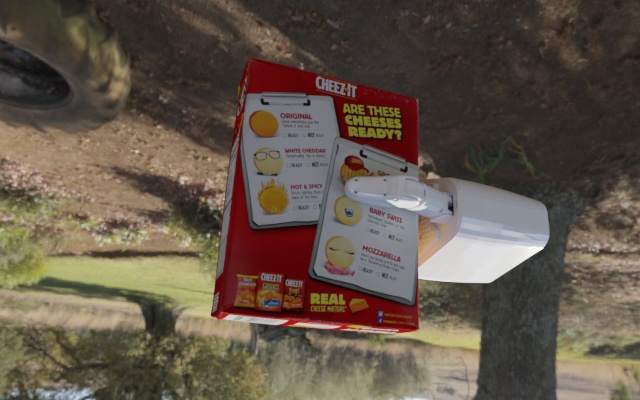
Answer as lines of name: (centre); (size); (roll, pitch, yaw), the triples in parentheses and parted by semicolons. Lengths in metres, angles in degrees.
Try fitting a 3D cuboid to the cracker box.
cracker box: (0.000, 0.001, 0.419); (0.164, 0.213, 0.072); (9, -20, -18)
